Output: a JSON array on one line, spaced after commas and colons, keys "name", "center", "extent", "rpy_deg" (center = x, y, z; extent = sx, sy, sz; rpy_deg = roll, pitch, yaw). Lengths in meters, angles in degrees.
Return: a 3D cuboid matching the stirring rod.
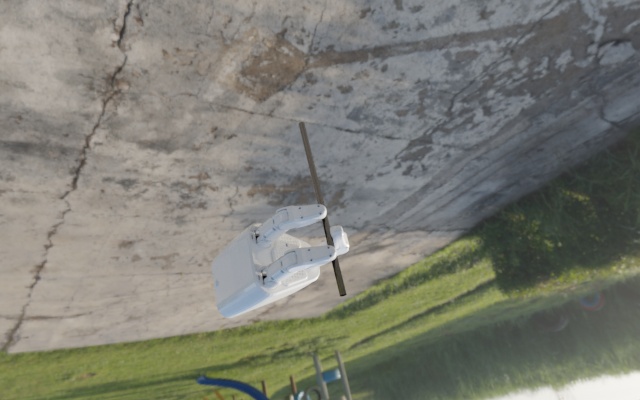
[{"name": "stirring rod", "center": [0.000, 0.002, 0.592], "extent": [0.011, 0.239, 0.011], "rpy_deg": [-11, -25, -5]}]
